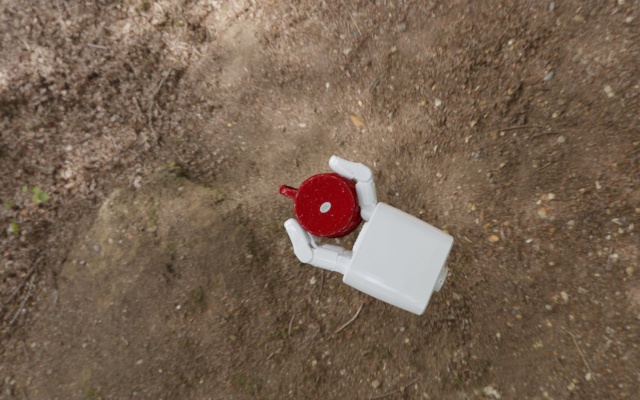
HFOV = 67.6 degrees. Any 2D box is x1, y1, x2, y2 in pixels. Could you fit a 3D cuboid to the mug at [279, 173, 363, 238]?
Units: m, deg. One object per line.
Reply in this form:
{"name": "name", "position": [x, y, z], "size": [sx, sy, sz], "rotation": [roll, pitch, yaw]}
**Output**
{"name": "mug", "position": [-0.001, 0.001, 0.638], "size": [0.117, 0.093, 0.081], "rotation": [22, 3, 9]}
